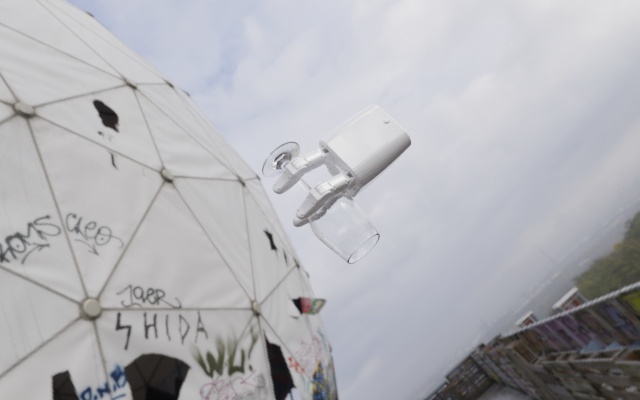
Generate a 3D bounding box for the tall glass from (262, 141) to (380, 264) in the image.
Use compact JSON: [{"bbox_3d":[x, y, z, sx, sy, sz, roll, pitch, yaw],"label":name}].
[{"bbox_3d":[0.000,0.002,0.720,0.201,0.079,0.079,47,22,22],"label":"tall glass"}]
